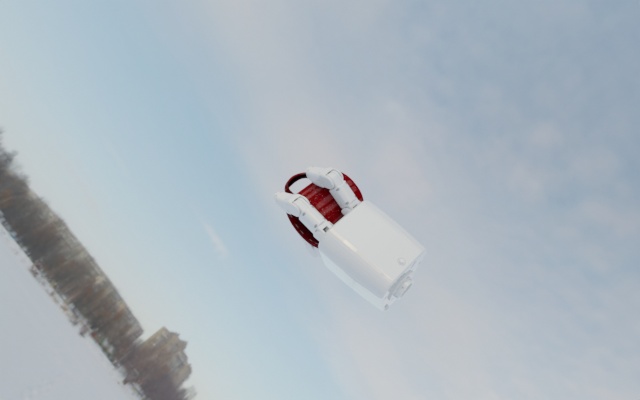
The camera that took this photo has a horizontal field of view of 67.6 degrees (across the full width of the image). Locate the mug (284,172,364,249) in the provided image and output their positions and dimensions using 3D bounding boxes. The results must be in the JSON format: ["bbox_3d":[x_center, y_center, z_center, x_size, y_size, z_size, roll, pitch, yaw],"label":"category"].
[{"bbox_3d":[-0.001,0.001,0.693,0.081,0.117,0.093,-37,-25,-28],"label":"mug"}]
